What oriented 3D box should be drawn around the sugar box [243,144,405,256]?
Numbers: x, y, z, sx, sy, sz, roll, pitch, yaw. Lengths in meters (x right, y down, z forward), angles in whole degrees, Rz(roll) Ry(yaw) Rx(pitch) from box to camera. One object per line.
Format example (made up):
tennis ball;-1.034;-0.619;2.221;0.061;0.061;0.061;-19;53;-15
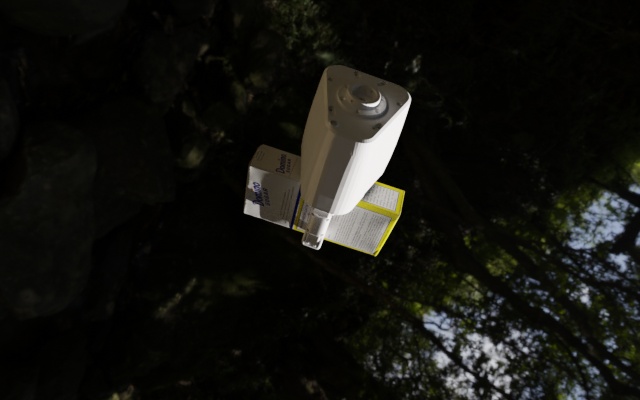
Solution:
sugar box;0.000;0.001;0.568;0.176;0.048;0.093;21;-40;2
